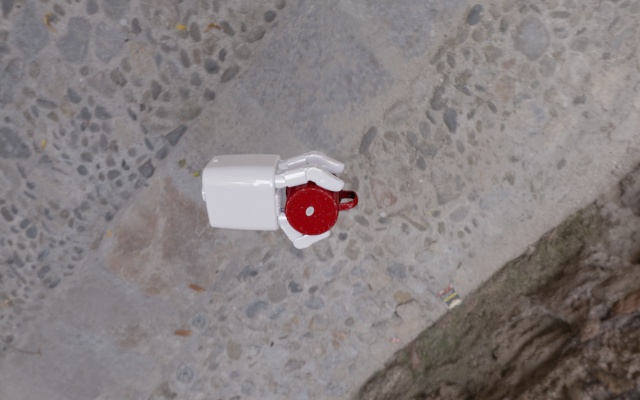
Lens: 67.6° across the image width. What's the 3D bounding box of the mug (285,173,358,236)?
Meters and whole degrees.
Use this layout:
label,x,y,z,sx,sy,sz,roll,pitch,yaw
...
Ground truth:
label,x,y,z,sx,sy,sz,roll,pitch,yaw
mug,0.002,0.003,0.739,0.117,0.093,0.081,0,23,2
